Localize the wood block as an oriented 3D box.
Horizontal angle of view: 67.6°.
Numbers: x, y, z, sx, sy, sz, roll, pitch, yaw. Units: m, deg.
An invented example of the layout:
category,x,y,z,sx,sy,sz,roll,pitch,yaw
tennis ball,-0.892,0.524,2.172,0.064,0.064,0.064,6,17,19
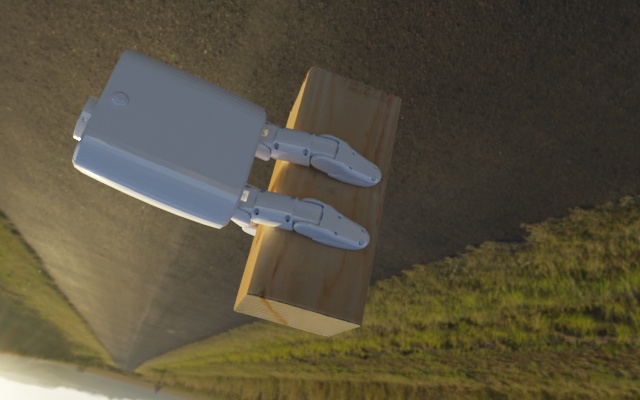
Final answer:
category,x,y,z,sx,sy,sz,roll,pitch,yaw
wood block,0.000,0.001,0.418,0.090,0.206,0.091,18,-24,-10
